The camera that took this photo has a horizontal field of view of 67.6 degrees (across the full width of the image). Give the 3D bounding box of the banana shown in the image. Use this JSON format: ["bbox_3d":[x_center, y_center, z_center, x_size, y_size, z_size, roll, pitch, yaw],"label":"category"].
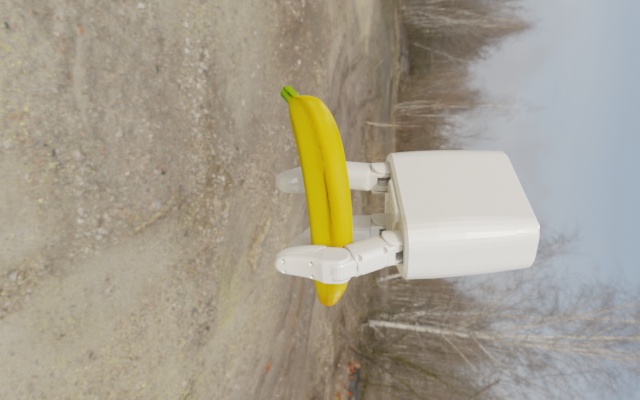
[{"bbox_3d":[0.003,0.000,0.395,0.037,0.198,0.069,-10,7,-10],"label":"banana"}]
